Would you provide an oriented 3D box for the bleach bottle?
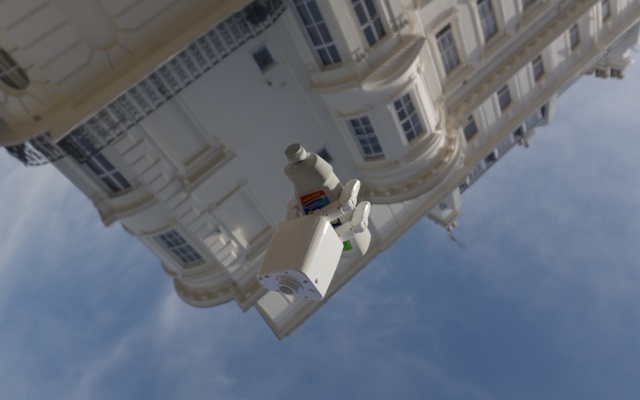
[{"bbox_3d":[0.000,0.003,0.827,0.102,0.068,0.251,-3,-42,30],"label":"bleach bottle"}]
